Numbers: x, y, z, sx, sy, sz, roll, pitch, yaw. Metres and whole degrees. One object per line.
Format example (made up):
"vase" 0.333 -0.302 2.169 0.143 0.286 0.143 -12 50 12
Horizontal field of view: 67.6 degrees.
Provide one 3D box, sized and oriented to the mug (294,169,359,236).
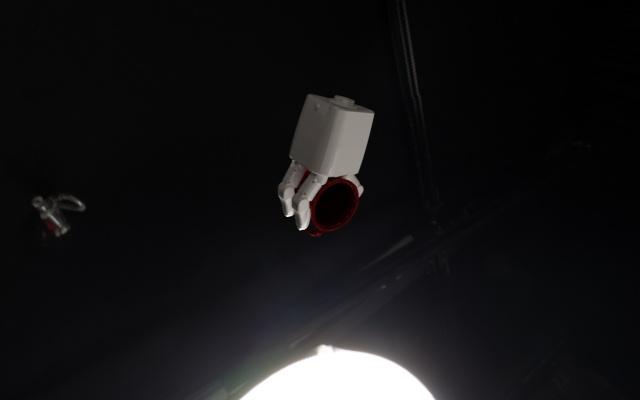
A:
"mug" 0.000 0.004 0.803 0.093 0.117 0.081 3 23 -38
